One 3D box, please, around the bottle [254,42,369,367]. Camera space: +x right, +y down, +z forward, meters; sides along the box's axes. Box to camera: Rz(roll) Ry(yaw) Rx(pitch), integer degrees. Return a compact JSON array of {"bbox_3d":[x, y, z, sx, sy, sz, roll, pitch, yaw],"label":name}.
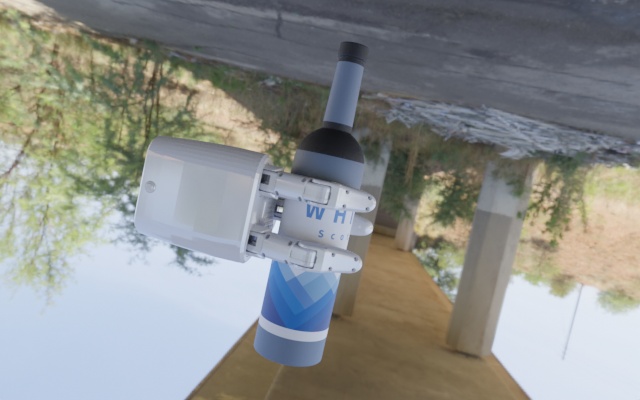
[{"bbox_3d":[0.000,0.002,0.449,0.069,0.296,0.069,12,4,-1],"label":"bottle"}]
